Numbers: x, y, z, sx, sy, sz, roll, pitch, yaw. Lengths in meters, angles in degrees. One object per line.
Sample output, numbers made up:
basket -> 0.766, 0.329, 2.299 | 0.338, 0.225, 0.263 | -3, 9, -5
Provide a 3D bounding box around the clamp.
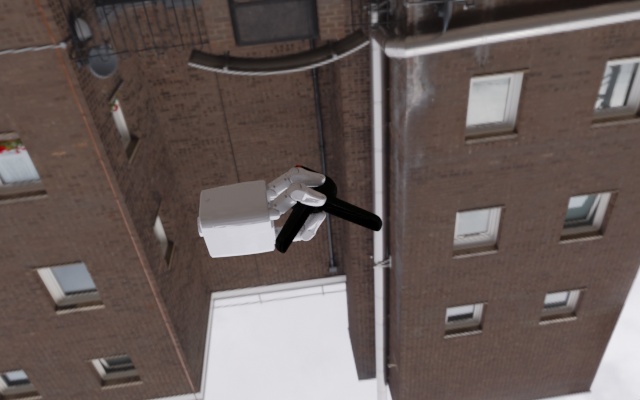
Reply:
clamp -> 0.000, 0.003, 0.779 | 0.164, 0.036, 0.209 | -7, 35, -6
